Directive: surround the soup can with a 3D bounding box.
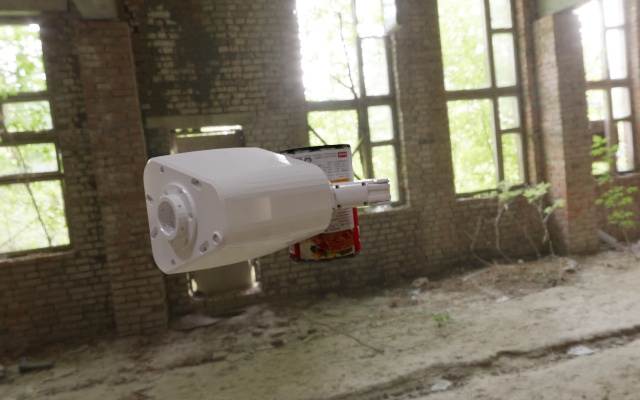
[{"bbox_3d":[0.000,0.001,0.444,0.068,0.102,0.068,-6,4,0],"label":"soup can"}]
